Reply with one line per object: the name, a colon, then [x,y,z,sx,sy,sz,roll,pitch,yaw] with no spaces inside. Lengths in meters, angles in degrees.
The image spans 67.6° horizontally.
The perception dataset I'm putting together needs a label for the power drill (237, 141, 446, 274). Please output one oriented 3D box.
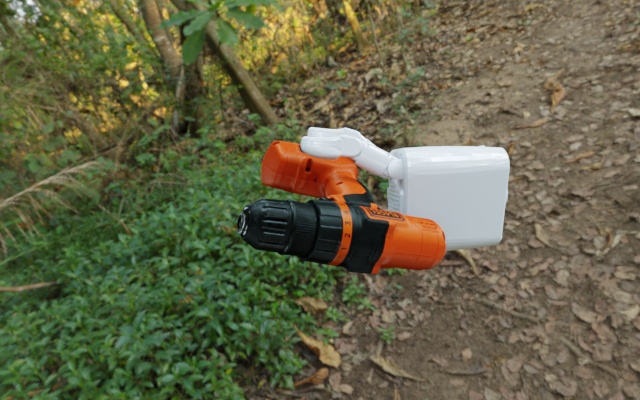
power drill: [0.000,0.001,0.450,0.184,0.057,0.187,11,22,-25]
